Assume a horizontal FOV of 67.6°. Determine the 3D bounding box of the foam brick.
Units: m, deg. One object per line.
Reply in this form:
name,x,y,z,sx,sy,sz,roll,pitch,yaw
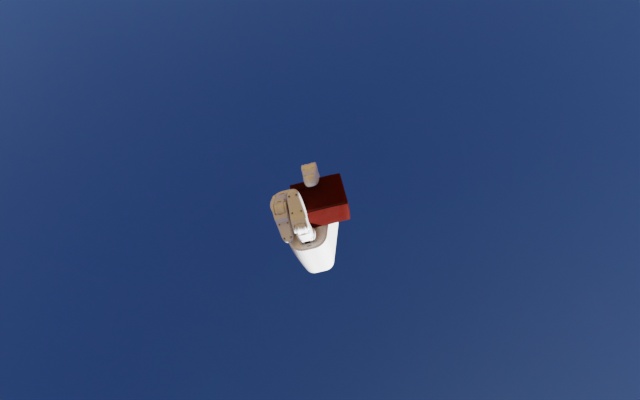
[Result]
foam brick,0.000,0.002,0.694,0.078,0.053,0.051,-13,-31,4
